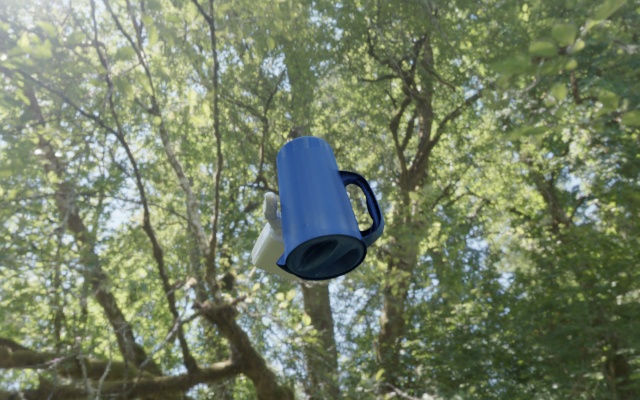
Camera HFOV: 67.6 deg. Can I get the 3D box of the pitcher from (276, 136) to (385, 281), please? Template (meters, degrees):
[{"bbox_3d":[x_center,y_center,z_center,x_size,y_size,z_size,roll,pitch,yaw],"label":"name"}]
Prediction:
[{"bbox_3d":[0.000,0.003,0.826,0.149,0.242,0.145,8,-42,-24],"label":"pitcher"}]
